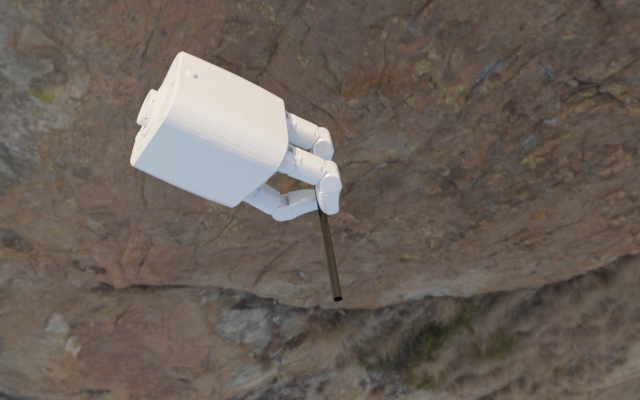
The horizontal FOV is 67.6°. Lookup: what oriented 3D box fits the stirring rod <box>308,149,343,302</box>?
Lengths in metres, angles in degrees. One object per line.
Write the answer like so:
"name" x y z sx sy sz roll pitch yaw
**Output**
"stirring rod" 0.000 0.002 0.495 0.011 0.011 0.239 0 44 -10
